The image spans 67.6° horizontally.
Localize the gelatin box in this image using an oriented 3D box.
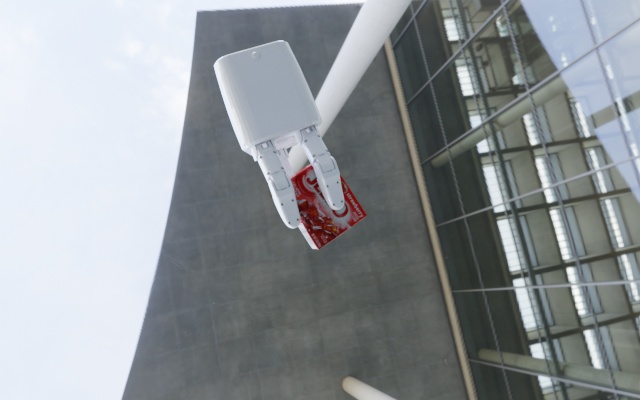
[{"bbox_3d":[0.000,0.002,0.564,0.073,0.089,0.030,-34,7,-15],"label":"gelatin box"}]
